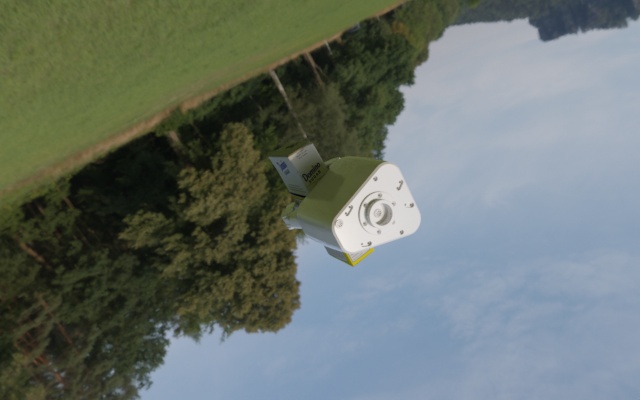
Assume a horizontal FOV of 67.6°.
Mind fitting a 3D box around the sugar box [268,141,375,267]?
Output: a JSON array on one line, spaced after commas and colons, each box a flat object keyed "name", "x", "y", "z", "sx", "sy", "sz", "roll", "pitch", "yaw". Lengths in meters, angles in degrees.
[{"name": "sugar box", "x": 0.001, "y": 0.002, "z": 0.662, "sx": 0.048, "sy": 0.176, "sz": 0.093, "roll": -33, "pitch": 17, "yaw": -16}]
